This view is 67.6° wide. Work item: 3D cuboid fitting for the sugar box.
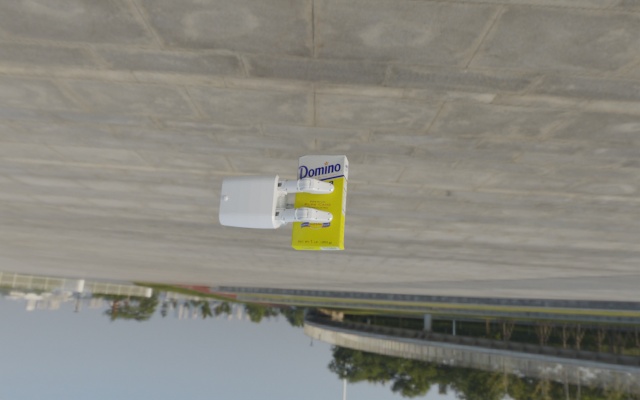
[{"bbox_3d":[0.000,0.003,0.888,0.093,0.176,0.048,0,-14,12],"label":"sugar box"}]
